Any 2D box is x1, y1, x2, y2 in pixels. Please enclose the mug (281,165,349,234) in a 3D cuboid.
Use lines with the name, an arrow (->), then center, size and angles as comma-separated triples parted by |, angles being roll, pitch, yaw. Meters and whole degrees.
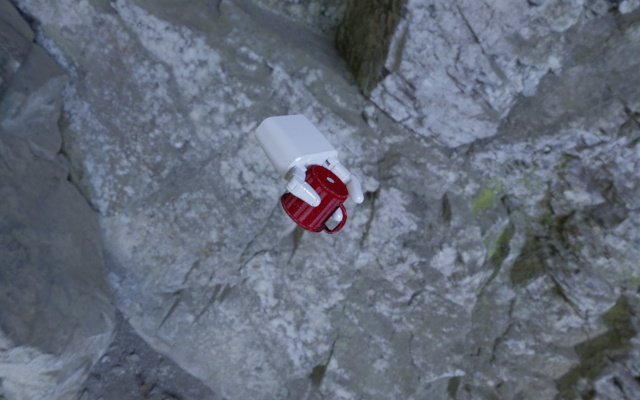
mug -> 0.001, 0.004, 0.808 | 0.081, 0.117, 0.093 | -48, -24, 24
